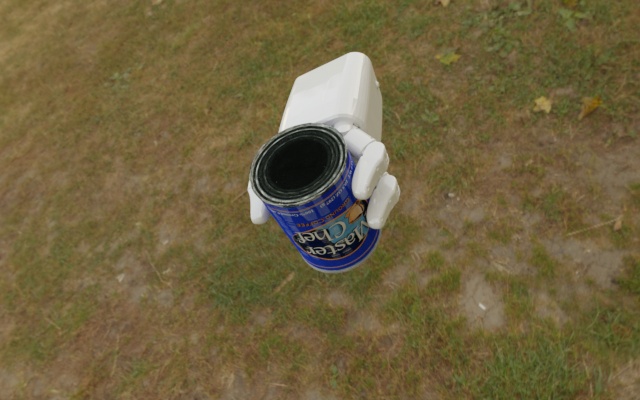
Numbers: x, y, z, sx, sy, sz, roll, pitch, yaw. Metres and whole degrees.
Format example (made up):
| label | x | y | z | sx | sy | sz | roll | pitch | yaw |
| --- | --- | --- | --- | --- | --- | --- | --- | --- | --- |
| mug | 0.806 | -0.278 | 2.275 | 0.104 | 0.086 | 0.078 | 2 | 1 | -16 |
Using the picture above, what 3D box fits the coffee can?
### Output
| label | x | y | z | sx | sy | sz | roll | pitch | yaw |
| --- | --- | --- | --- | --- | --- | --- | --- | --- | --- |
| coffee can | 0.000 | 0.002 | 0.514 | 0.103 | 0.102 | 0.140 | 0 | -34 | 23 |
